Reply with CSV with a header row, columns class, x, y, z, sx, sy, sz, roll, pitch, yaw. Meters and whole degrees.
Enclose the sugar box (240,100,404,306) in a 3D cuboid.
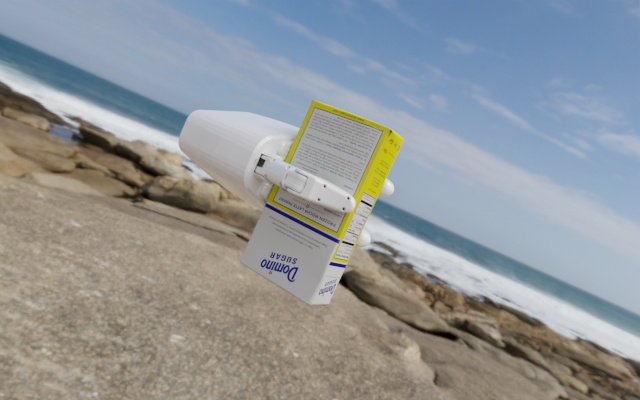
class,x,y,z,sx,sy,sz,roll,pitch,yaw
sugar box,0.000,0.001,0.460,0.093,0.176,0.048,26,4,30
